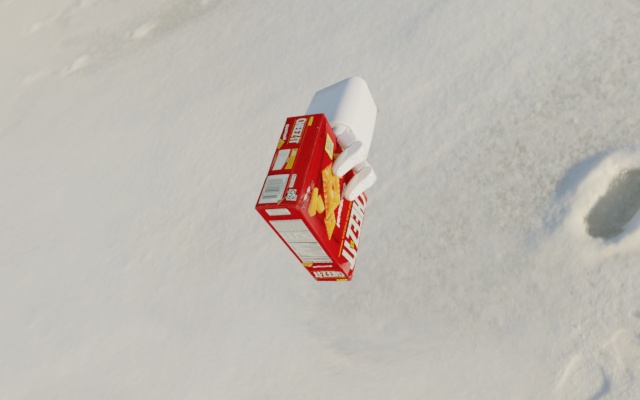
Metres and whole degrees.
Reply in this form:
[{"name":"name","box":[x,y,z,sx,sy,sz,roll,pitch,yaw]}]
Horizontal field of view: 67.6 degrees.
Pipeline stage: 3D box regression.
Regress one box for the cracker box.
[{"name":"cracker box","box":[0.000,0.002,0.720,0.072,0.164,0.214,-2,-36,26]}]
